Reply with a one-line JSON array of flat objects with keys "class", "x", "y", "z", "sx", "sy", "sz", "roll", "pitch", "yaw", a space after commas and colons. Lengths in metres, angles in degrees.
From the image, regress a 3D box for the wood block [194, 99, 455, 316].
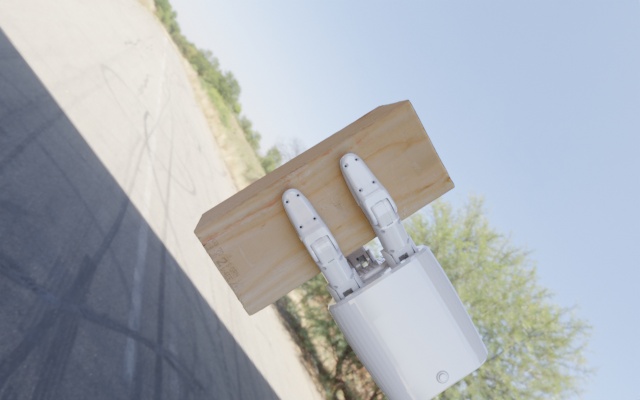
[{"class": "wood block", "x": 0.000, "y": 0.002, "z": 0.437, "sx": 0.206, "sy": 0.090, "sz": 0.091, "roll": -32, "pitch": 11, "yaw": -4}]
